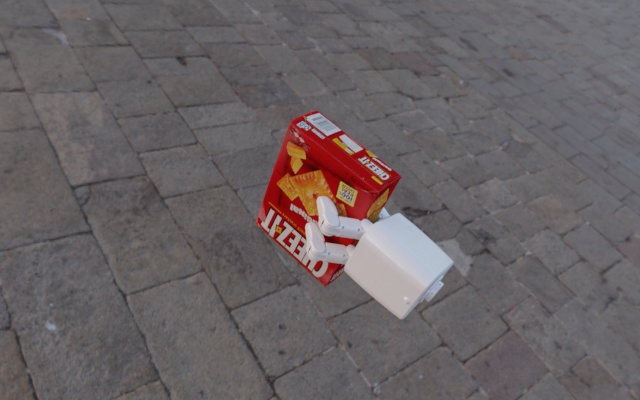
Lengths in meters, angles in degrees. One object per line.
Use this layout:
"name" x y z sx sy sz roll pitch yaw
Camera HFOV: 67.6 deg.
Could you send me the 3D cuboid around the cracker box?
"cracker box" 0.000 0.002 0.712 0.164 0.214 0.072 41 43 18
